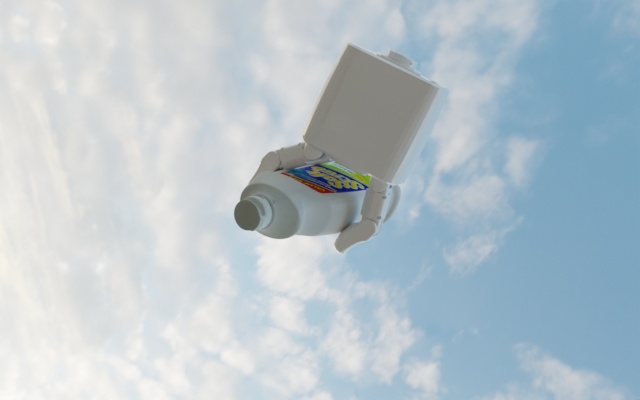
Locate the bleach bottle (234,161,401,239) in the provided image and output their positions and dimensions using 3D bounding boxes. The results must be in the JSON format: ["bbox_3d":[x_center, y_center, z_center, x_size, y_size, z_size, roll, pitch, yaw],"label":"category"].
[{"bbox_3d":[0.000,0.002,0.525,0.102,0.068,0.251,33,21,20],"label":"bleach bottle"}]
